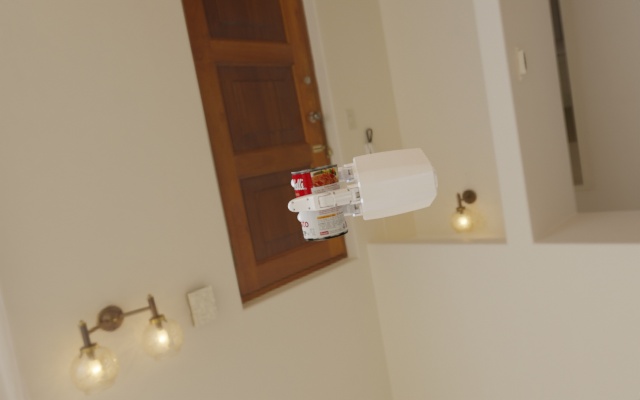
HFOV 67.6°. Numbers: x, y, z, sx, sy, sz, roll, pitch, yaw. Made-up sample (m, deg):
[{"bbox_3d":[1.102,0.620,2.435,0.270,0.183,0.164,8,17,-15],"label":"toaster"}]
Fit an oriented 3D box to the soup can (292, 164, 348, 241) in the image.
[{"bbox_3d":[0.000,0.003,0.701,0.068,0.102,0.068,-10,6,1],"label":"soup can"}]
